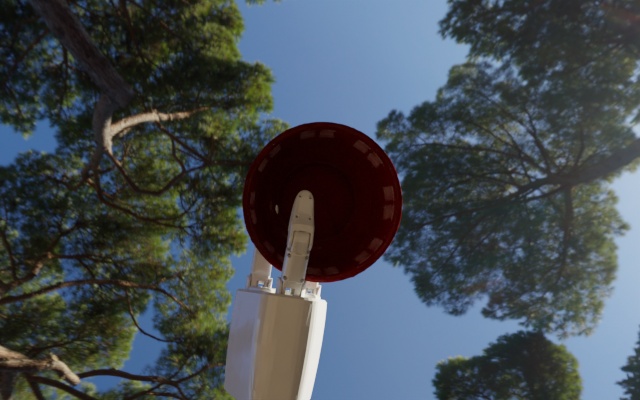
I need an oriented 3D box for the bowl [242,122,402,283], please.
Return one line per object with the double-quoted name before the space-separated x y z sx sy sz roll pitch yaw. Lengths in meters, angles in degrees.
"bowl" 0.001 0.000 0.501 0.162 0.162 0.055 0 1 -8
